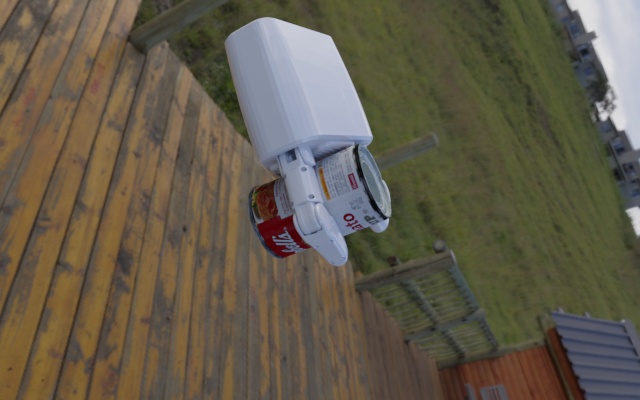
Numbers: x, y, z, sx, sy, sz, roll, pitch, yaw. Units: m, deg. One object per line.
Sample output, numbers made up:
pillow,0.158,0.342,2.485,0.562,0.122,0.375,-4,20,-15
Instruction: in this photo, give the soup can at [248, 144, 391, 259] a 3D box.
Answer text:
soup can,0.000,0.002,0.403,0.102,0.068,0.068,-22,-7,19
